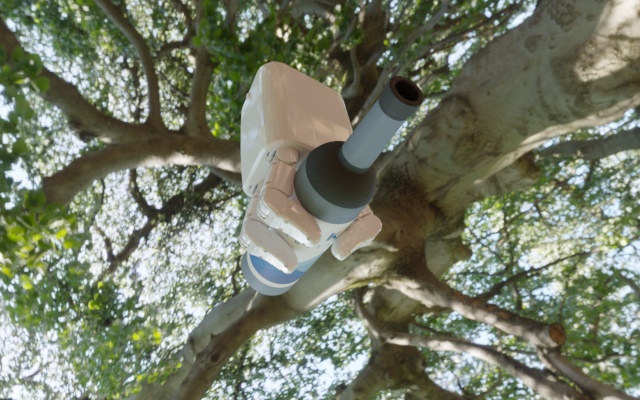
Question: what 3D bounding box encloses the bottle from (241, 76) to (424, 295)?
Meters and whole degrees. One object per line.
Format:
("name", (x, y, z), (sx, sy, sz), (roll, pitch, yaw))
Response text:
("bottle", (0.000, 0.002, 0.435), (0.069, 0.069, 0.296), (0, -31, -28))
